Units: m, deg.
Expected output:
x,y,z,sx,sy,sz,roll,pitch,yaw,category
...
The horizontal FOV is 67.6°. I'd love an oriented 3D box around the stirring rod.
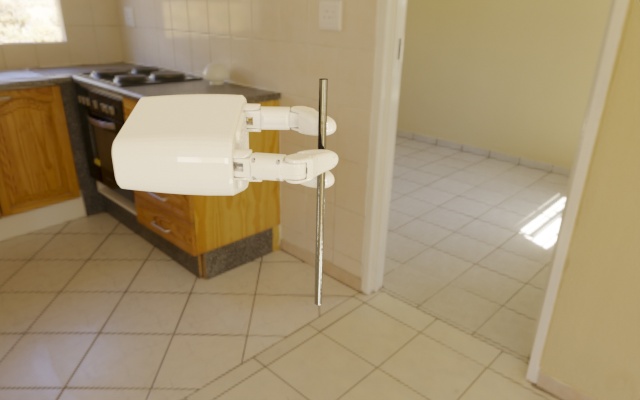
x,y,z,sx,sy,sz,roll,pitch,yaw,category
0.000,0.002,0.477,0.011,0.240,0.011,1,23,0,stirring rod
